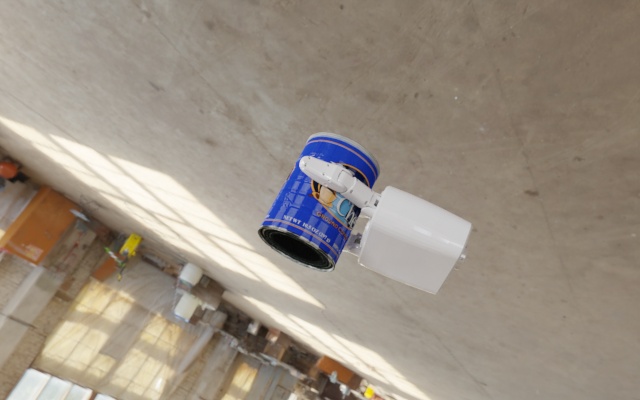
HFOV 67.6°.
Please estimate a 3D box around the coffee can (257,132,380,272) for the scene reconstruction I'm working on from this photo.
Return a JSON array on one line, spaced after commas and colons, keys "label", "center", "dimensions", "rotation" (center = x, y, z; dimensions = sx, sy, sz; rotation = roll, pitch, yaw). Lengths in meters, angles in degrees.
[{"label": "coffee can", "center": [0.000, 0.002, 0.589], "dimensions": [0.103, 0.140, 0.103], "rotation": [23, -22, 10]}]
